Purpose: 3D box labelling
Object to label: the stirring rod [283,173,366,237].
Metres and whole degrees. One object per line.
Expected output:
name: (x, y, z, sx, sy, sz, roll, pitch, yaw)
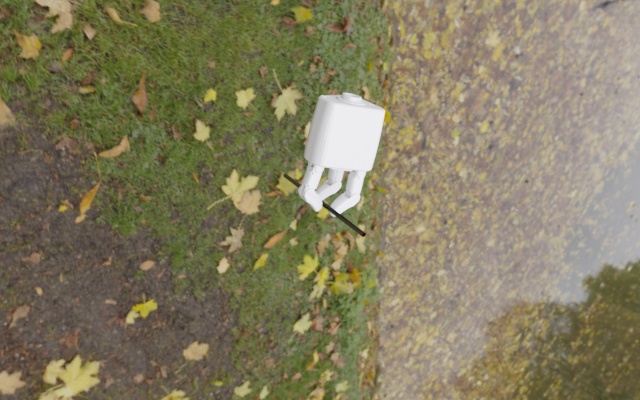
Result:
stirring rod: (0.000, 0.003, 0.838, 0.011, 0.011, 0.239, 0, 25, -39)
